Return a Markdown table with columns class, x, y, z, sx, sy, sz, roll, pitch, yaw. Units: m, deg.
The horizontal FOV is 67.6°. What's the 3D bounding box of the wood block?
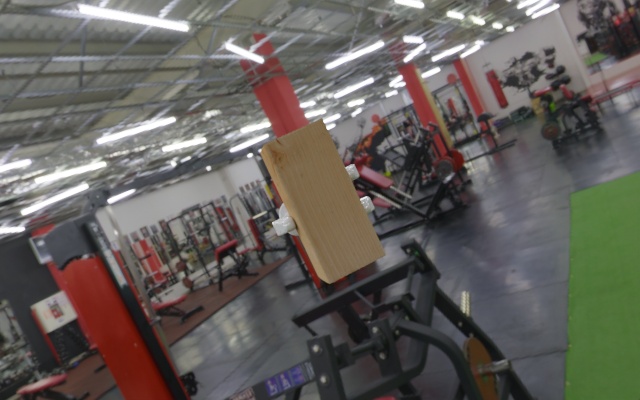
| class | x | y | z | sx | sy | sz | roll | pitch | yaw |
| --- | --- | --- | --- | --- | --- | --- | --- | --- | --- |
| wood block | 0.000 | 0.002 | 0.681 | 0.091 | 0.206 | 0.090 | -26 | 3 | -11 |
